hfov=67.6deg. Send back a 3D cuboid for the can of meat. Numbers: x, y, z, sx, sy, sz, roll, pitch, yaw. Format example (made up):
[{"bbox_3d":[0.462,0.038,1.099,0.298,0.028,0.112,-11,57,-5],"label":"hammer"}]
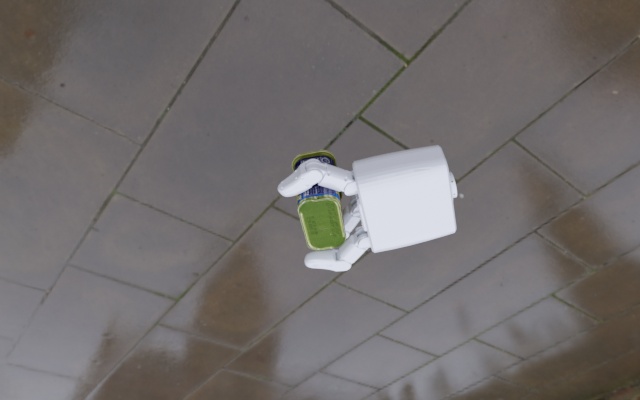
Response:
[{"bbox_3d":[0.000,0.002,0.610,0.057,0.083,0.102,-10,-44,3],"label":"can of meat"}]
